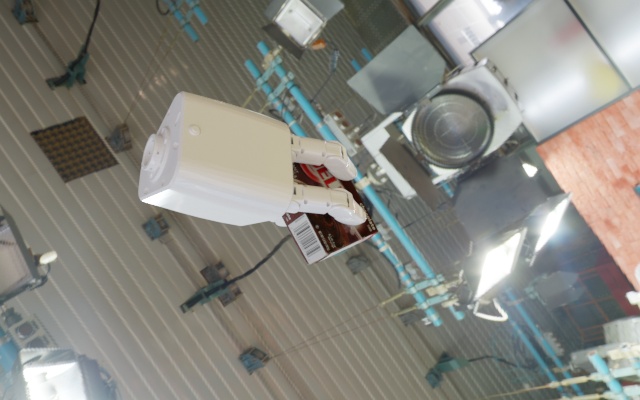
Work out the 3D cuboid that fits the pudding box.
[{"bbox_3d":[0.000,0.002,0.504,0.090,0.113,0.039,-18,-10,-46],"label":"pudding box"}]
